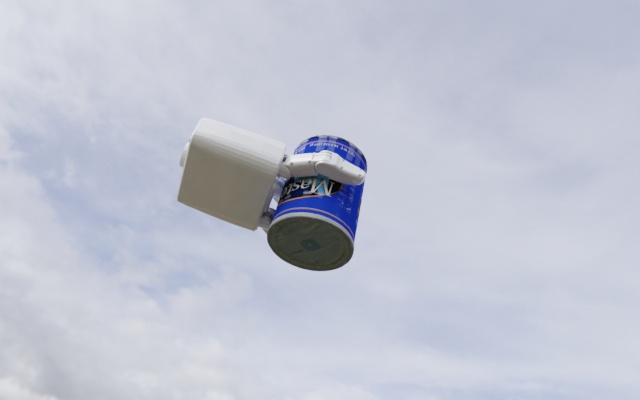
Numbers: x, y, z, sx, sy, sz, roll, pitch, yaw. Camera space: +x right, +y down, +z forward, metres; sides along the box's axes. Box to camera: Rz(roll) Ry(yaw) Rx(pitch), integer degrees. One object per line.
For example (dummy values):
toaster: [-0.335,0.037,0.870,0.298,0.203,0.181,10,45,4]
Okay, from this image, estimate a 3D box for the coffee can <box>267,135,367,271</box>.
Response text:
coffee can: [0.000,0.002,0.597,0.103,0.140,0.103,8,-42,7]
